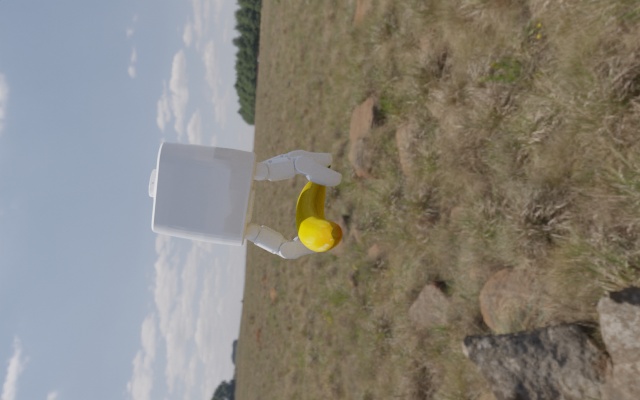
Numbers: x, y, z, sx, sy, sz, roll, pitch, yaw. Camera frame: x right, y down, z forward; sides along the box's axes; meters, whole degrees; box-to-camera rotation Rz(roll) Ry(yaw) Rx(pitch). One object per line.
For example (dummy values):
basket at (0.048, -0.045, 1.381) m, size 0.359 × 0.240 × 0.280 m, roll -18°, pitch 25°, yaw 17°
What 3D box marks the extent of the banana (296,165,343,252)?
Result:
banana at (-0.006, 0.017, 0.564) m, size 0.037 × 0.070 × 0.197 m, roll 14°, pitch 23°, yaw -11°
